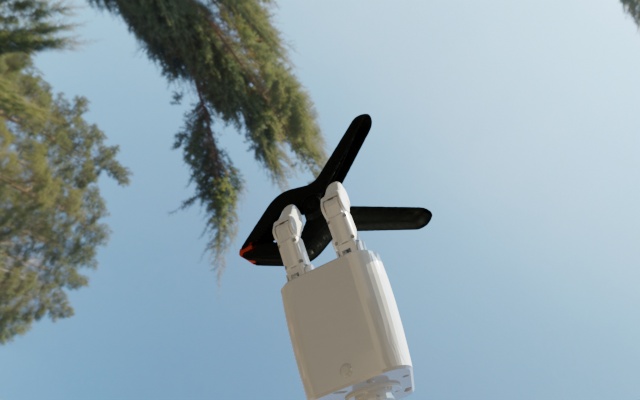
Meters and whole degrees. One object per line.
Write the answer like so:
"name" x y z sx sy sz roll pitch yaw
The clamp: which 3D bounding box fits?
"clamp" 0.000 0.003 0.526 0.210 0.164 0.036 -28 -39 16
